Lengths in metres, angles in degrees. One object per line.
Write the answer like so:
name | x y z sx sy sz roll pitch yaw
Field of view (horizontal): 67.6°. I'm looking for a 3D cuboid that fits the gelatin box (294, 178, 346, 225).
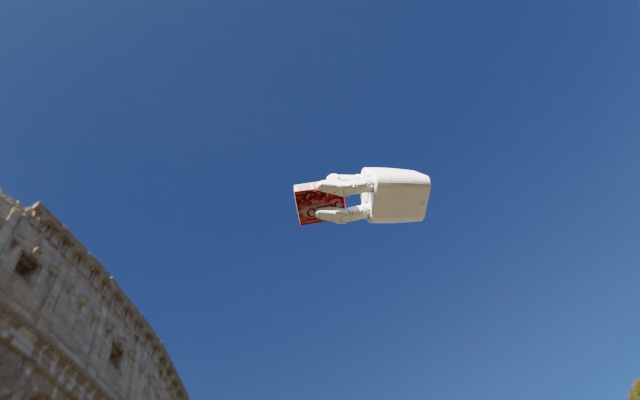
gelatin box | 0.000 0.003 0.876 0.089 0.073 0.030 -9 30 1
